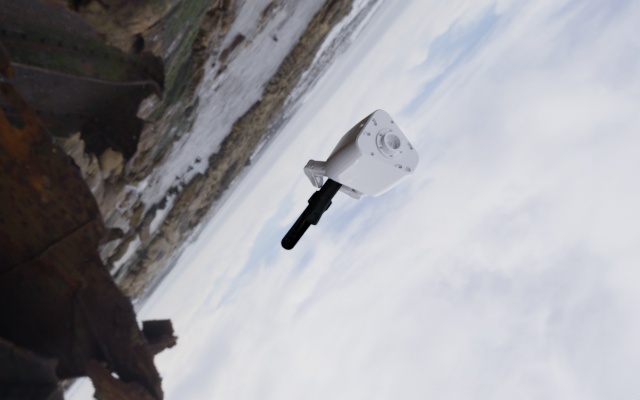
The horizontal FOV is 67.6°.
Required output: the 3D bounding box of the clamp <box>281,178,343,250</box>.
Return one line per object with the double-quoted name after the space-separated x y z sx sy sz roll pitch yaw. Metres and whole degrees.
0.001 0.003 0.795 0.039 0.171 0.120 39 -28 -10 "clamp"
